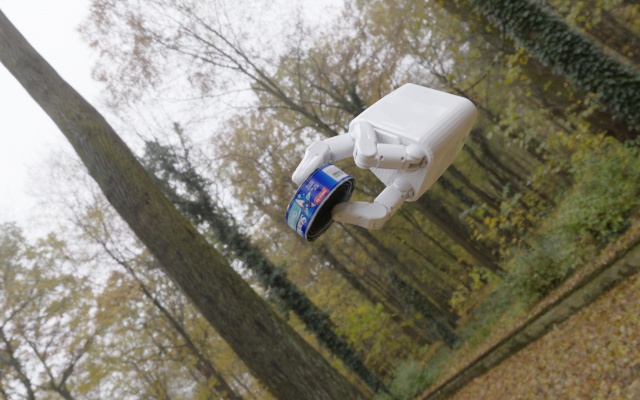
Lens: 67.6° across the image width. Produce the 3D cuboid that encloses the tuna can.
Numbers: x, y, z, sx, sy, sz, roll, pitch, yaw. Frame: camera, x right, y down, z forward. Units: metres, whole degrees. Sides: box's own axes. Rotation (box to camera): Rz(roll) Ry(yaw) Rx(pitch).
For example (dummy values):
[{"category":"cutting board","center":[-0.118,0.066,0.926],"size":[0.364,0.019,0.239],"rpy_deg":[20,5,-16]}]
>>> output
[{"category":"tuna can","center":[0.000,0.001,0.529],"size":[0.033,0.086,0.086],"rpy_deg":[37,11,16]}]
